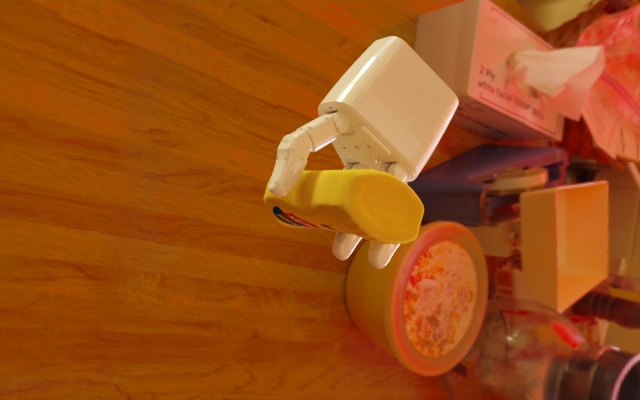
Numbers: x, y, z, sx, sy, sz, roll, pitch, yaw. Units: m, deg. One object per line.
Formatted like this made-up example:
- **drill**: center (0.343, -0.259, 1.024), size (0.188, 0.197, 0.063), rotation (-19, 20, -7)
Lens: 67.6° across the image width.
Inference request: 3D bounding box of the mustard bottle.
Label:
- **mustard bottle**: center (0.000, 0.002, 0.472), size (0.096, 0.058, 0.191), rotation (21, -10, -36)
